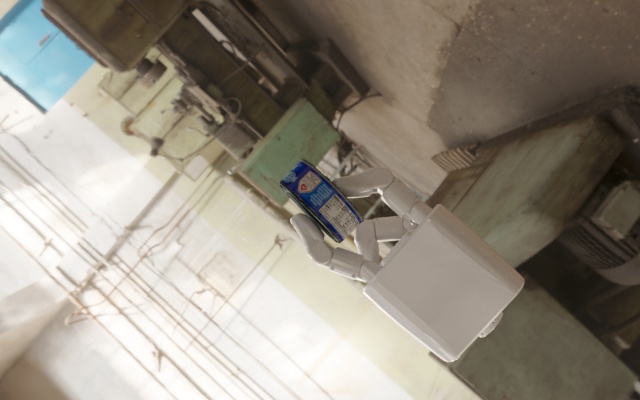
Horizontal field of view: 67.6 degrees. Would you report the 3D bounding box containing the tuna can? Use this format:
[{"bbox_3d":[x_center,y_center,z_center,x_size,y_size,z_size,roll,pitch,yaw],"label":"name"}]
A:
[{"bbox_3d":[0.000,0.002,0.465,0.086,0.034,0.086,44,-5,5],"label":"tuna can"}]
